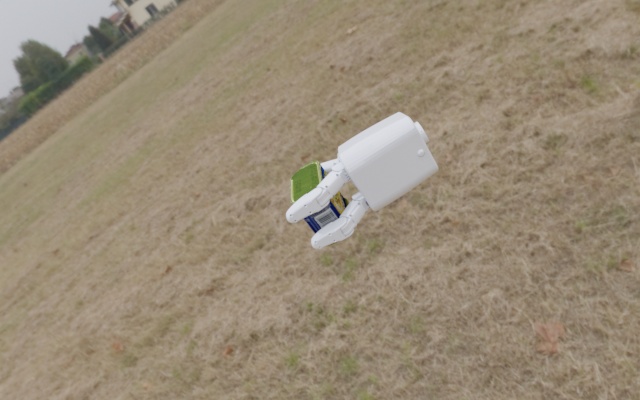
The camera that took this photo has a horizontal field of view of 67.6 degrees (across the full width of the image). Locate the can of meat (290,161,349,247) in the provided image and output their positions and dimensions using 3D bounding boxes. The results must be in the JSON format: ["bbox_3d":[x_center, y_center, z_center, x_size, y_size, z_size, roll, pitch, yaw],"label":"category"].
[{"bbox_3d":[0.000,0.002,0.689,0.057,0.084,0.102,-29,29,12],"label":"can of meat"}]
